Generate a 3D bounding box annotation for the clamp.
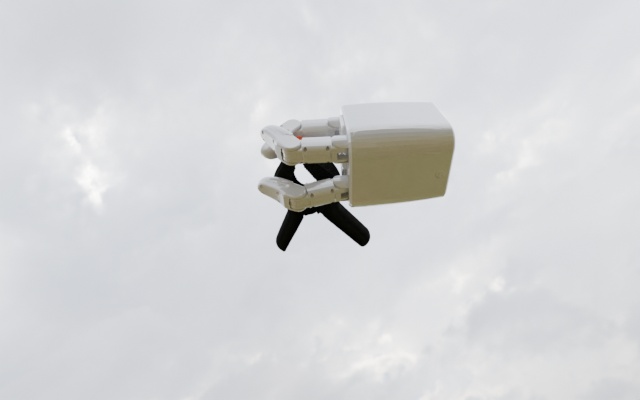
[{"bbox_3d":[0.000,0.001,0.563,0.120,0.039,0.172,-3,-44,0],"label":"clamp"}]
